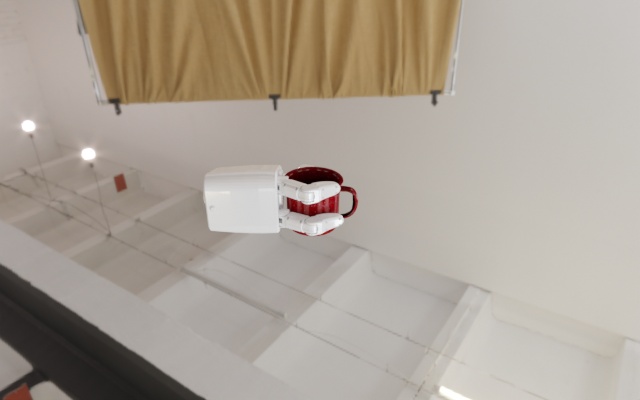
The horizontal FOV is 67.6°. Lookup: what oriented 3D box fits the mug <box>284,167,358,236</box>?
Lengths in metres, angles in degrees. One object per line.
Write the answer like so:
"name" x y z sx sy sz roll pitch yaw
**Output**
"mug" 0.002 0.003 0.748 0.117 0.081 0.093 1 28 0
